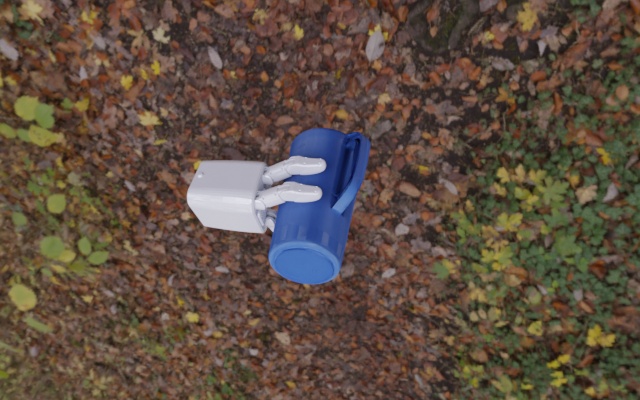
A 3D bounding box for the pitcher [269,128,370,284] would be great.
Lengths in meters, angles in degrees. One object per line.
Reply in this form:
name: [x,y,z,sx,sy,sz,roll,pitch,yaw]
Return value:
pitcher: [0.000,0.003,0.763,0.145,0.242,0.149,4,-41,8]
